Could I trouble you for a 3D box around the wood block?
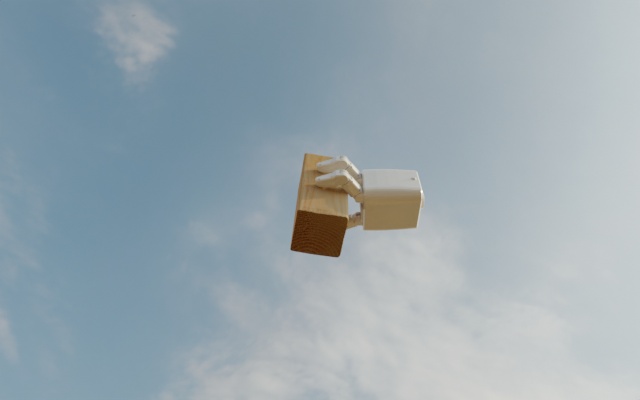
[{"bbox_3d":[0.000,0.003,0.898,0.090,0.091,0.206,9,32,-3],"label":"wood block"}]
